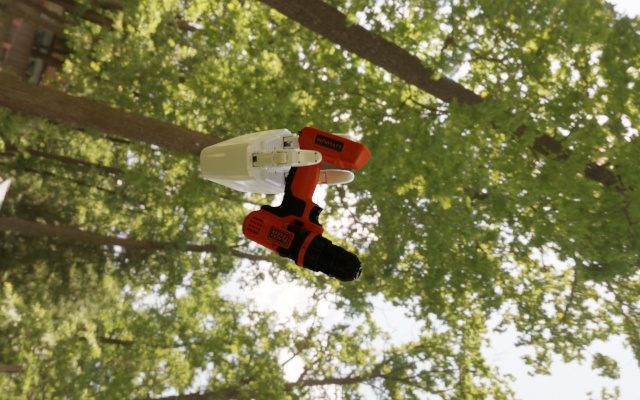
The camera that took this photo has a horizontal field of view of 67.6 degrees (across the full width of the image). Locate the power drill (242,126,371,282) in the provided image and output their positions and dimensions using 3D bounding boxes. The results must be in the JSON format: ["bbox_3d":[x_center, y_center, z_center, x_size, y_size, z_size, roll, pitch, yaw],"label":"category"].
[{"bbox_3d":[0.000,0.002,0.668,0.184,0.187,0.057,22,-8,18],"label":"power drill"}]
